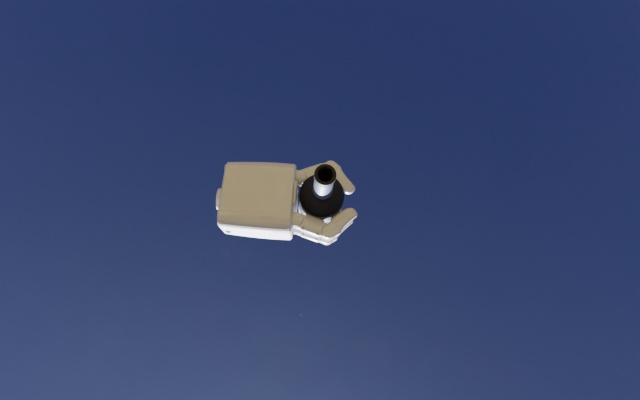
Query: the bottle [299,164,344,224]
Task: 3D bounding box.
[{"bbox_3d":[0.000,0.002,0.725,0.069,0.069,0.296,0,-13,-2],"label":"bottle"}]
